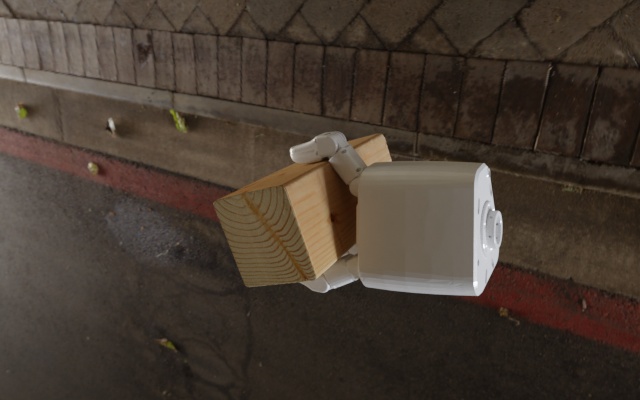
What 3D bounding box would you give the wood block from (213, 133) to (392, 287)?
[{"bbox_3d":[0.000,0.001,0.508,0.090,0.091,0.206,-12,12,35],"label":"wood block"}]
